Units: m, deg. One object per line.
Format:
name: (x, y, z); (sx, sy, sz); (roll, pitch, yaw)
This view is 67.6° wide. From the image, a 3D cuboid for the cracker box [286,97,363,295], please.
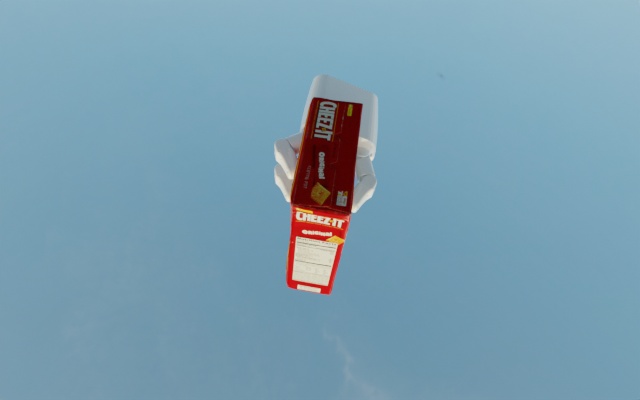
cracker box: (0.000, 0.002, 0.617); (0.072, 0.164, 0.214); (8, -34, 0)
